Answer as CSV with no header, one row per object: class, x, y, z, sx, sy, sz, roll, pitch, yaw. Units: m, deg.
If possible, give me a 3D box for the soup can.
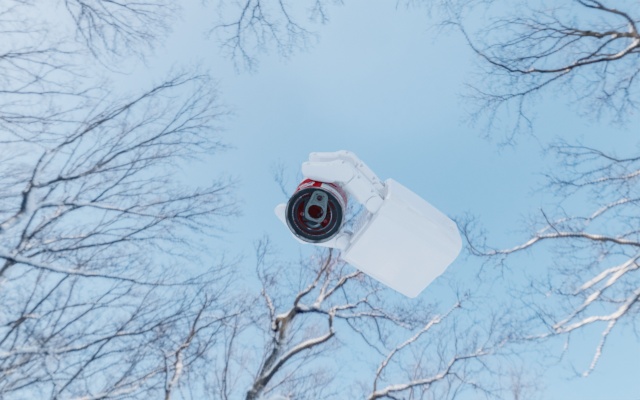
soup can,0.000,0.002,0.584,0.068,0.068,0.102,0,18,8
